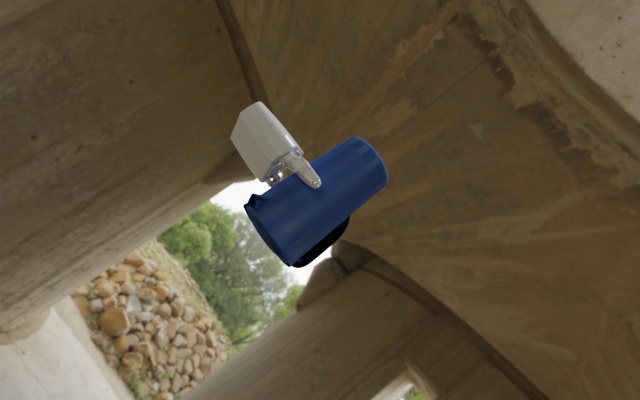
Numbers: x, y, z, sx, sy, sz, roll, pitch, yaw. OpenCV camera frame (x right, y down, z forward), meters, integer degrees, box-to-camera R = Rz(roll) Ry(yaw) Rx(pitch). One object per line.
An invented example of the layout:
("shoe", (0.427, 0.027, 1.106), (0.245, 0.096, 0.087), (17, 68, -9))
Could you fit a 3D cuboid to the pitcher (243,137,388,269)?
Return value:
("pitcher", (0.000, 0.003, 0.843), (0.243, 0.145, 0.149), (-36, -8, -13))
